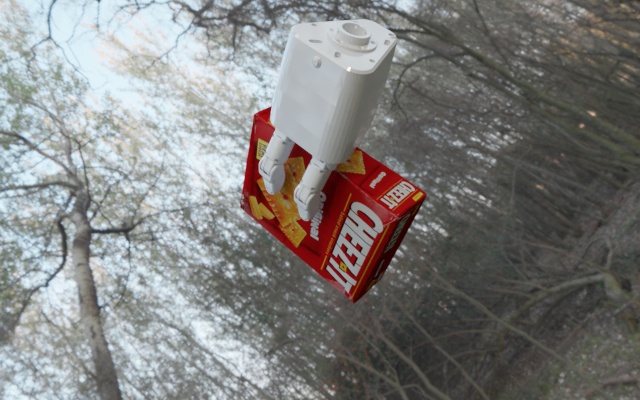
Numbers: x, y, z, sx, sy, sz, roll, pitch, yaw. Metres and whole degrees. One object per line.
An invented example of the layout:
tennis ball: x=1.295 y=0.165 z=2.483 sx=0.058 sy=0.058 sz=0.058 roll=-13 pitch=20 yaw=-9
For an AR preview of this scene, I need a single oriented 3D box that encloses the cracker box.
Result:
cracker box: x=0.000 y=0.002 z=0.595 sx=0.213 sy=0.164 sz=0.072 roll=38 pitch=46 yaw=20
